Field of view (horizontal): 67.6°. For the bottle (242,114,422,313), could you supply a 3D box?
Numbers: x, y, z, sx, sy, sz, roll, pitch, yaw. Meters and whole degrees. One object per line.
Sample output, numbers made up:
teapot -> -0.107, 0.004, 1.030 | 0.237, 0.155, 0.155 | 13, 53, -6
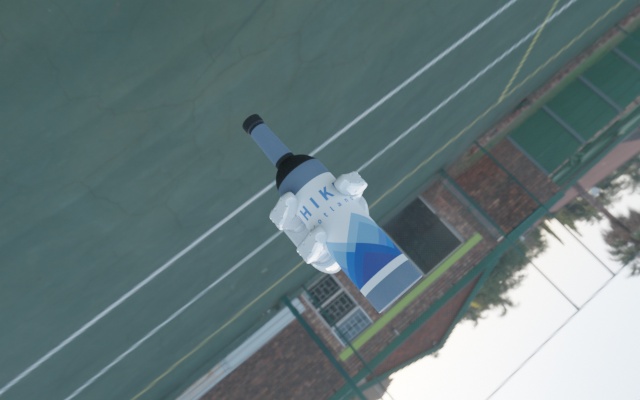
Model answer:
bottle -> 0.000, 0.002, 0.591 | 0.069, 0.295, 0.069 | -37, -17, -13
